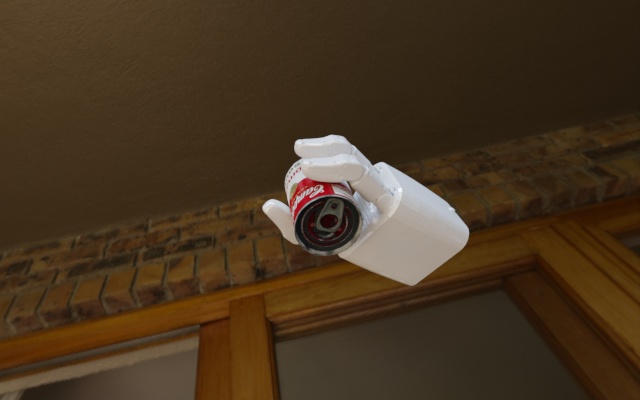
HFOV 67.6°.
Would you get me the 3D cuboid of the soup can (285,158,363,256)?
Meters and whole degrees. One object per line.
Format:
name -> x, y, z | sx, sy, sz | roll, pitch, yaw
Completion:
soup can -> 0.000, 0.001, 0.504 | 0.068, 0.068, 0.102 | 0, 28, -11
